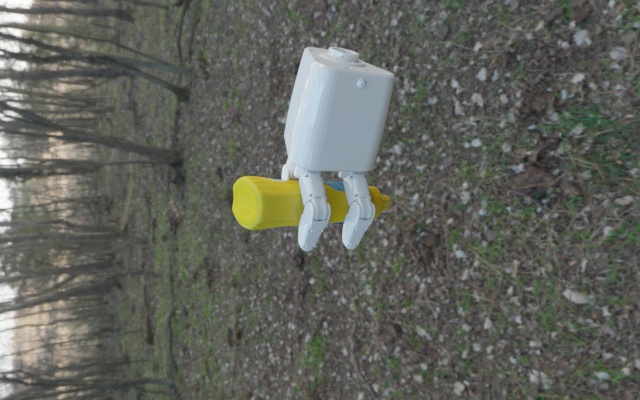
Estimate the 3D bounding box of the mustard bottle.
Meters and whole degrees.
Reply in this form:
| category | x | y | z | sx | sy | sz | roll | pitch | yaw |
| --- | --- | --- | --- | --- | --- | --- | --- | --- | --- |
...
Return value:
| category | x | y | z | sx | sy | sz | roll | pitch | yaw |
| --- | --- | --- | --- | --- | --- | --- | --- | --- | --- |
| mustard bottle | 0.000 | 0.002 | 0.564 | 0.191 | 0.058 | 0.096 | 0 | 5 | -28 |
